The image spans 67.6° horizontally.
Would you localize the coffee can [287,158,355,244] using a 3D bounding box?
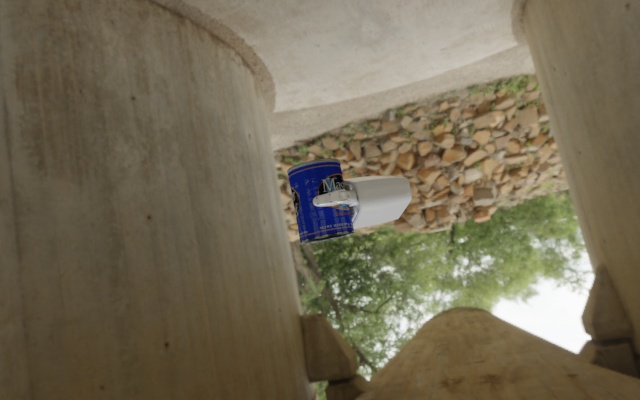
[{"bbox_3d":[0.000,0.003,0.892,0.103,0.140,0.103,-11,-8,-2],"label":"coffee can"}]
